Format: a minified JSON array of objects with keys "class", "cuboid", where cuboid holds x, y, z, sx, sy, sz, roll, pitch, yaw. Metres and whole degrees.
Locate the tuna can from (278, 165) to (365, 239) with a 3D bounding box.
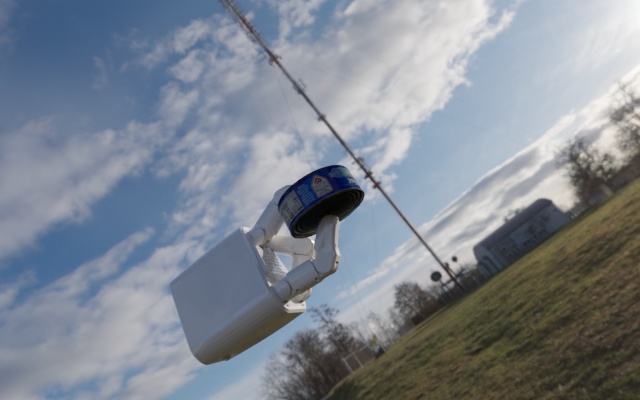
[{"class":"tuna can","cuboid":[0.000,0.001,0.489,0.086,0.033,0.086,-27,-21,-11]}]
